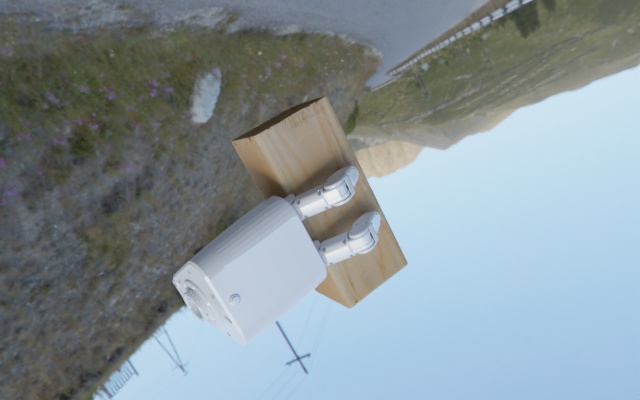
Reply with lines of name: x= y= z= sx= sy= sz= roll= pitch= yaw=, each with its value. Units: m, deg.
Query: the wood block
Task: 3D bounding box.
wood block: x=0.000 y=0.002 z=0.529 sx=0.090 sy=0.206 sz=0.091 roll=-33 pitch=17 yaw=-20
